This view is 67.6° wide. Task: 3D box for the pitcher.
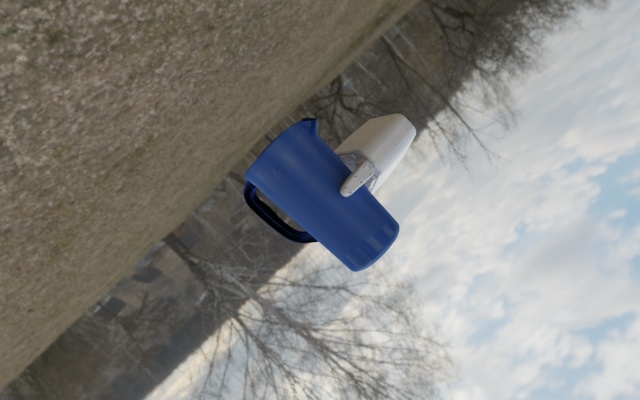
[{"bbox_3d":[0.000,0.002,0.764,0.145,0.243,0.149,-46,4,-21],"label":"pitcher"}]
